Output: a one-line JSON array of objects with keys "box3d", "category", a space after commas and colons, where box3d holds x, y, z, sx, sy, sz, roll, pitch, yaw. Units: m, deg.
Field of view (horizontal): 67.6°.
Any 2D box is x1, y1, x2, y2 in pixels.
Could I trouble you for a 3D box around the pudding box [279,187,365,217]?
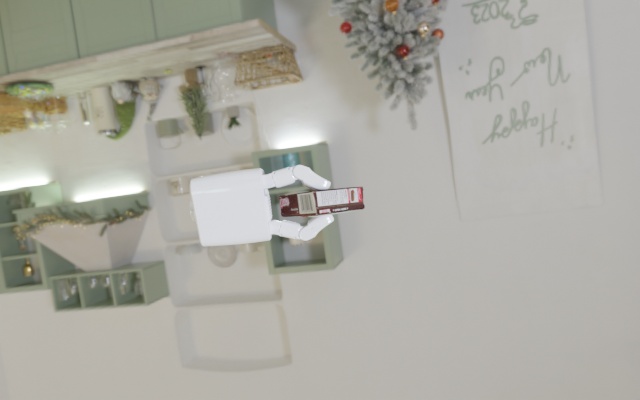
[{"box3d": [0.000, 0.003, 0.741, 0.090, 0.039, 0.113, -7, 3, -32], "category": "pudding box"}]
